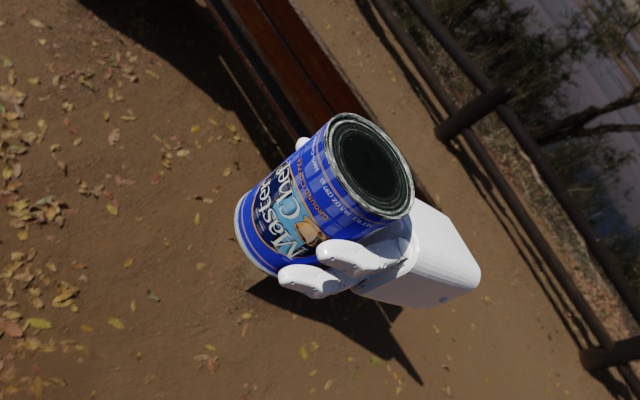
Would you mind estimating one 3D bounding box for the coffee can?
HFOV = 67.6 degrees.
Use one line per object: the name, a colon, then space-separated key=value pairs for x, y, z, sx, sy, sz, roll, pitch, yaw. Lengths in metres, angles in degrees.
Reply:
coffee can: x=0.000 y=0.001 z=0.442 sx=0.103 sy=0.102 sz=0.140 roll=0 pitch=-27 yaw=-45
